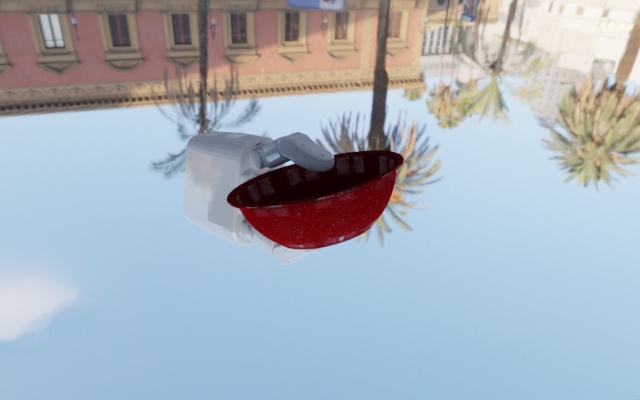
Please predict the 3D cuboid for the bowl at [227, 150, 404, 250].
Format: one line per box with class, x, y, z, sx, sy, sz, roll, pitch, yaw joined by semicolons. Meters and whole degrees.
bowl;0.001;0.002;0.435;0.162;0.055;0.162;-13;15;3
